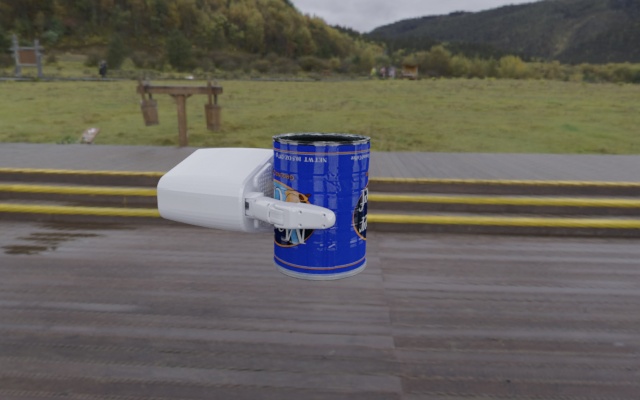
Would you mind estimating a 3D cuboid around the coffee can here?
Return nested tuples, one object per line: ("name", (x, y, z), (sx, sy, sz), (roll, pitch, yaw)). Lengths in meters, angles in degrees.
("coffee can", (0.000, 0.002, 0.513), (0.103, 0.140, 0.102), (1, 13, 0))
